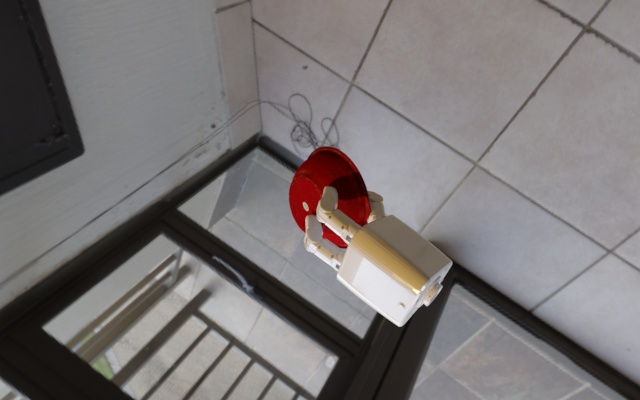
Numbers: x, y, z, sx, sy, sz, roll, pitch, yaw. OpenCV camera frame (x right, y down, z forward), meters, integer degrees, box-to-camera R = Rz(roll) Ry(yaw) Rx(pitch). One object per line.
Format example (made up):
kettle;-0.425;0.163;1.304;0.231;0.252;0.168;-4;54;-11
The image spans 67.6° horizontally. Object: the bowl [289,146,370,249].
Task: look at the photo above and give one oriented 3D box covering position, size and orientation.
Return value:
bowl;-0.001;0.002;0.718;0.055;0.162;0.162;-16;10;-35
